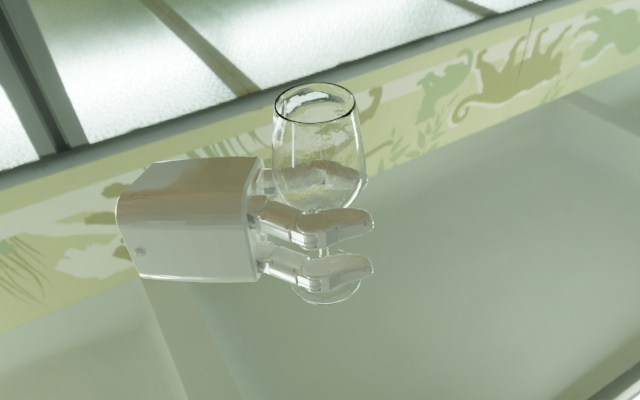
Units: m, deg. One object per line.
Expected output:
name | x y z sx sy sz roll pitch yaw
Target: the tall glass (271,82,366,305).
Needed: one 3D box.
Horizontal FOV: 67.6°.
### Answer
tall glass | 0.000 0.002 0.420 0.079 0.201 0.079 -2 41 1
